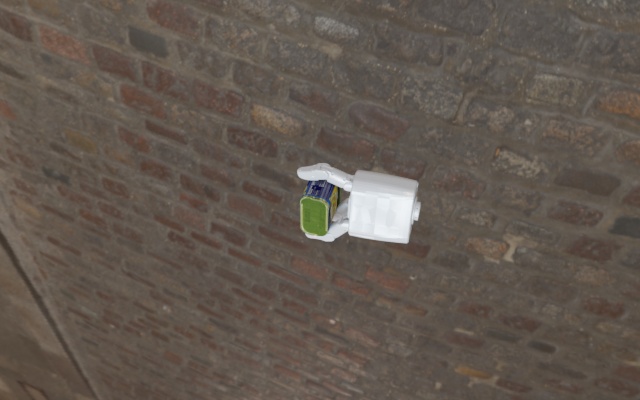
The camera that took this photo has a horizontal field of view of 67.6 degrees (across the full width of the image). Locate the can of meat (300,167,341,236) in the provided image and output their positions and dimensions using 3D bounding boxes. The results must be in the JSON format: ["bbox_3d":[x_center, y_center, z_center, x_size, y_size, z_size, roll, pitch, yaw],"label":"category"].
[{"bbox_3d":[0.000,0.003,0.858,0.057,0.102,0.084,11,46,11],"label":"can of meat"}]
